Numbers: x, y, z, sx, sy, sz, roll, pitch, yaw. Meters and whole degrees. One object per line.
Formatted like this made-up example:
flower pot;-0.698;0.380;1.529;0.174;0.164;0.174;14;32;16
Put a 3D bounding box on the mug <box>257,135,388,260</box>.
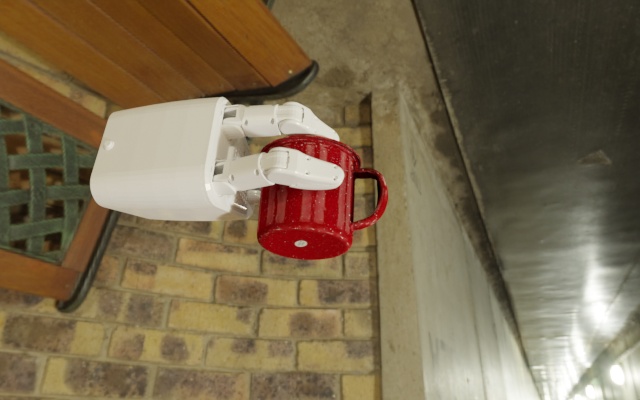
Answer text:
mug;0.001;0.002;0.414;0.117;0.081;0.093;-3;-26;13
